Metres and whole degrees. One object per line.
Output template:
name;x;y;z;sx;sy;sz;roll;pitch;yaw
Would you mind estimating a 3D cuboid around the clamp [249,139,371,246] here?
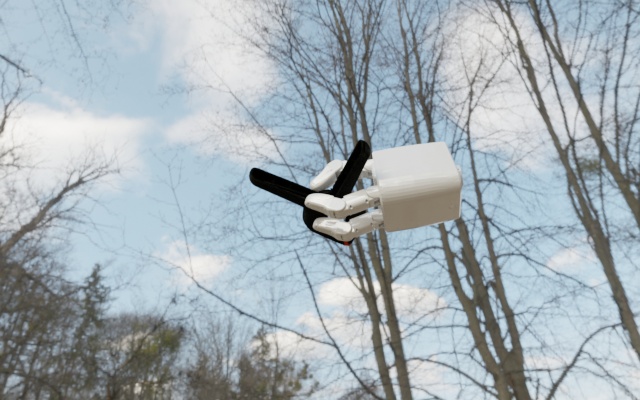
clamp;0.000;0.002;0.688;0.164;0.036;0.210;-8;-38;8
